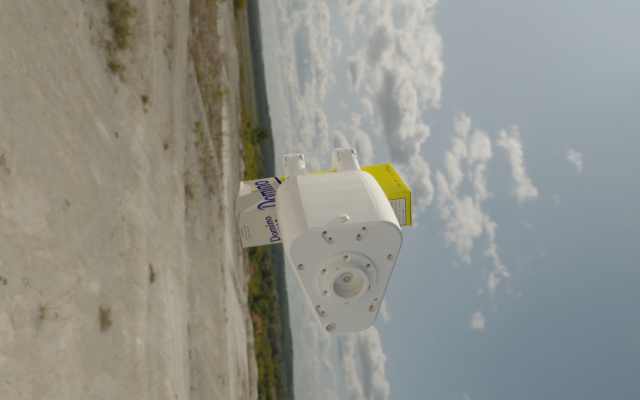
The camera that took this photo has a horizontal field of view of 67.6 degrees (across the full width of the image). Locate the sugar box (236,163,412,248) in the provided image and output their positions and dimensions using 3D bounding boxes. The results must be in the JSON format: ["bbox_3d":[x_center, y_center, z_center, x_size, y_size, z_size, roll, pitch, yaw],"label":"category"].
[{"bbox_3d":[0.000,0.001,0.515,0.176,0.048,0.093,-6,24,-5],"label":"sugar box"}]
